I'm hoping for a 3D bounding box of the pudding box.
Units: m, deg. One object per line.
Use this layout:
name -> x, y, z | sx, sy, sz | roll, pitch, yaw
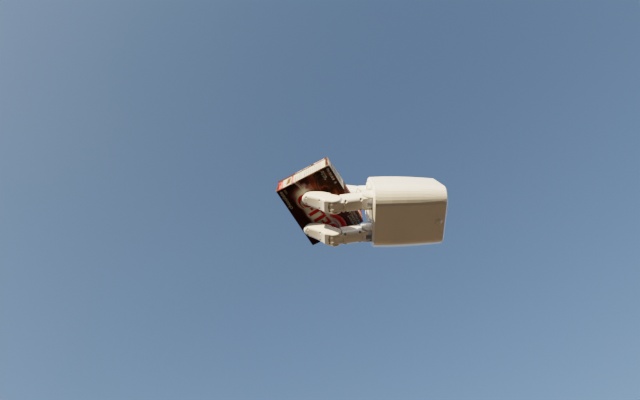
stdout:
pudding box -> 0.000, 0.002, 0.723 | 0.090, 0.113, 0.039 | -27, 24, 14
